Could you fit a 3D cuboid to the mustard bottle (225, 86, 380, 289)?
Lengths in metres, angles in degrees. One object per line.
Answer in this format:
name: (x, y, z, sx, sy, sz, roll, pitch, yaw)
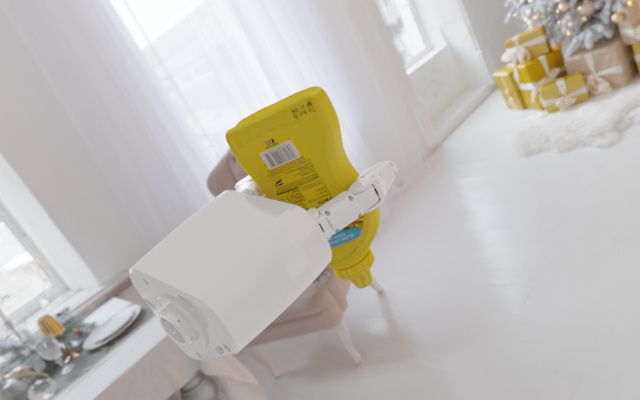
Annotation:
mustard bottle: (0.000, 0.001, 0.434, 0.096, 0.192, 0.058, -19, 20, 25)
